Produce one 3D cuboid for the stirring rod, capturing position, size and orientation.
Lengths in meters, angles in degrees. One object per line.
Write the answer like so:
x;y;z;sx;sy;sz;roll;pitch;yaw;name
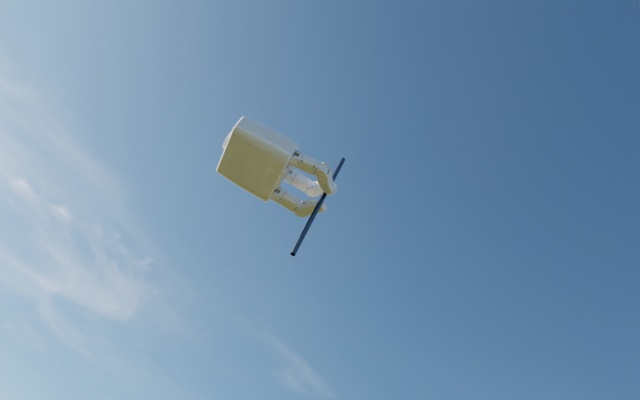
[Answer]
0.000;0.003;0.800;0.011;0.011;0.239;0;41;28;stirring rod
